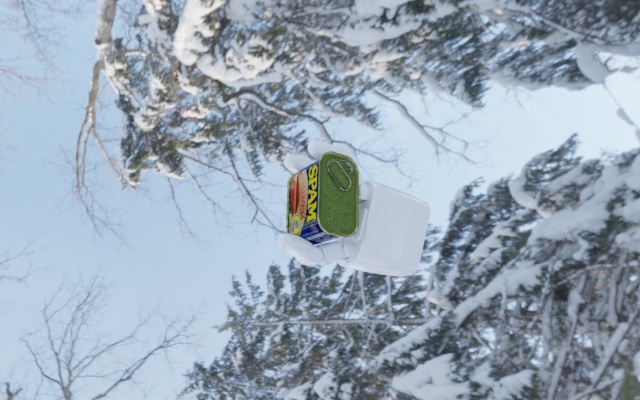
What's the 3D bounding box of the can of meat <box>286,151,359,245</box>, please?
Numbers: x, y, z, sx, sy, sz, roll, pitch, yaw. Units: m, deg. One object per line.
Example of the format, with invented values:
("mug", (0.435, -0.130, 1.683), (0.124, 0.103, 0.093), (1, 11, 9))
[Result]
("can of meat", (0.000, 0.002, 0.589), (0.057, 0.102, 0.084), (12, -21, -31))
